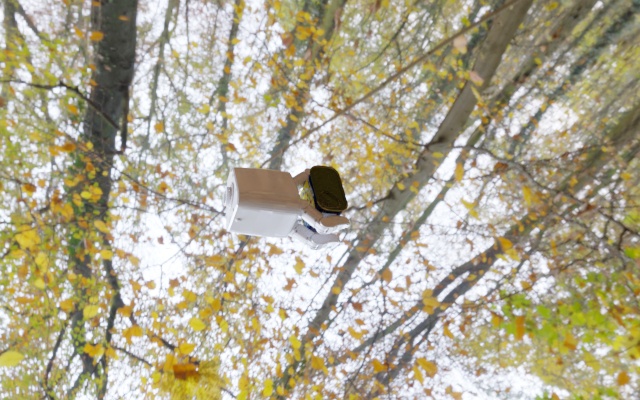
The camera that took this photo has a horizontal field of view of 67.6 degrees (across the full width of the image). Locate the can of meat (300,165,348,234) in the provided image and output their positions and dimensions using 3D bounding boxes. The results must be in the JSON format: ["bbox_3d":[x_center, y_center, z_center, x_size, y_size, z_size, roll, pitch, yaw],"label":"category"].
[{"bbox_3d":[0.000,0.003,0.850,0.057,0.102,0.084,4,-41,-23],"label":"can of meat"}]
